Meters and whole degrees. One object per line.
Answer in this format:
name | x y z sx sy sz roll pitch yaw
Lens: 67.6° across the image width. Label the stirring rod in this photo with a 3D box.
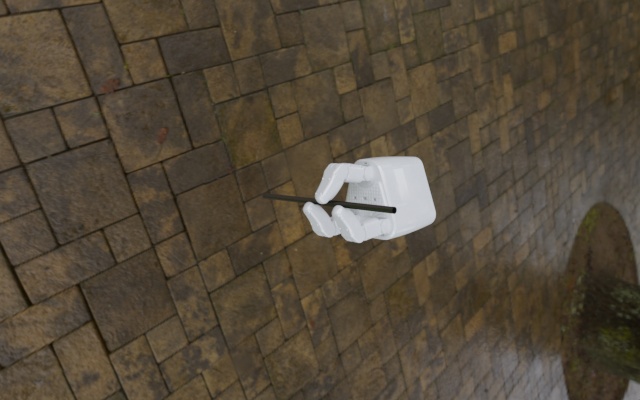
stirring rod | 0.000 0.002 0.619 0.011 0.011 0.239 0 4 -43
